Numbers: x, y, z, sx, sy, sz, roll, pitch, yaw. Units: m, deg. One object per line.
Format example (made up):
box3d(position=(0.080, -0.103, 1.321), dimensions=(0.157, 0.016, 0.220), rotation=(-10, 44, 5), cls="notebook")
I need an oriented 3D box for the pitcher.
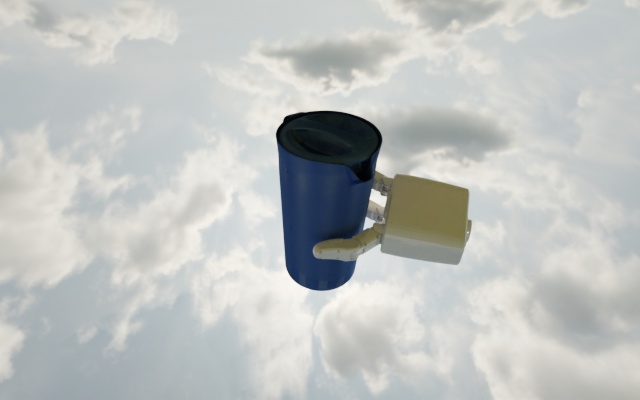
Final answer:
box3d(position=(0.000, 0.002, 0.670), dimensions=(0.145, 0.243, 0.149), rotation=(9, 38, 7), cls="pitcher")
